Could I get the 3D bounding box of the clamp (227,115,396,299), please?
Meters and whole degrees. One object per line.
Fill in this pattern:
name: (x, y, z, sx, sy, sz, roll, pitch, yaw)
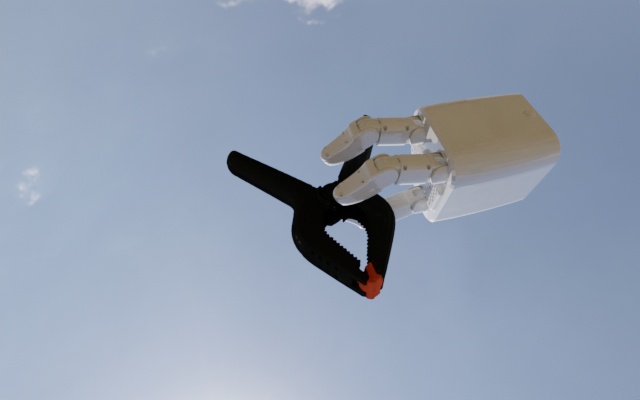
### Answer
clamp: (0.000, 0.002, 0.452, 0.164, 0.209, 0.036, -12, -41, -5)
